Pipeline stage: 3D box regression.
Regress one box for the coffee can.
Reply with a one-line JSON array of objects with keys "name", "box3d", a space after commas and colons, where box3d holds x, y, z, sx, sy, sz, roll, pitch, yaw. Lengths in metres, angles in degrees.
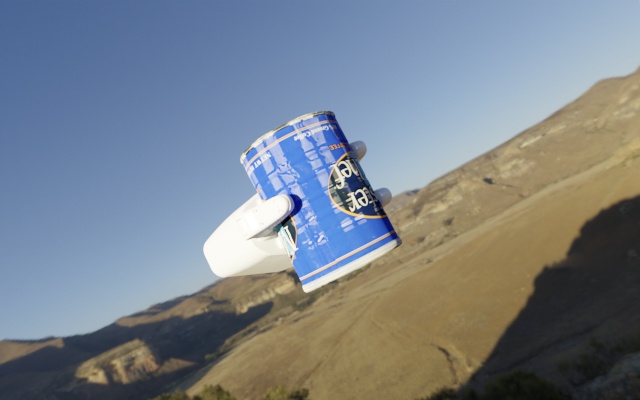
[{"name": "coffee can", "box3d": [0.000, 0.002, 0.456, 0.103, 0.140, 0.103, -27, -6, -3]}]
